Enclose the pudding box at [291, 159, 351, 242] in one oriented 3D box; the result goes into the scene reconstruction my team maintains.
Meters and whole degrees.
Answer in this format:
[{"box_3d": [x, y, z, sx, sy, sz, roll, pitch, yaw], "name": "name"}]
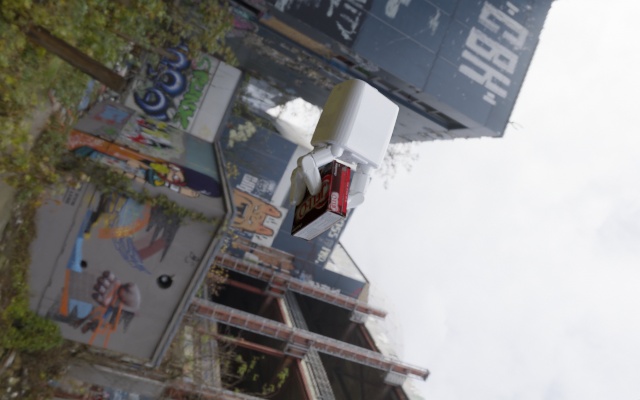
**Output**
[{"box_3d": [0.000, 0.002, 0.734, 0.039, 0.090, 0.113, 22, -34, -21], "name": "pudding box"}]
